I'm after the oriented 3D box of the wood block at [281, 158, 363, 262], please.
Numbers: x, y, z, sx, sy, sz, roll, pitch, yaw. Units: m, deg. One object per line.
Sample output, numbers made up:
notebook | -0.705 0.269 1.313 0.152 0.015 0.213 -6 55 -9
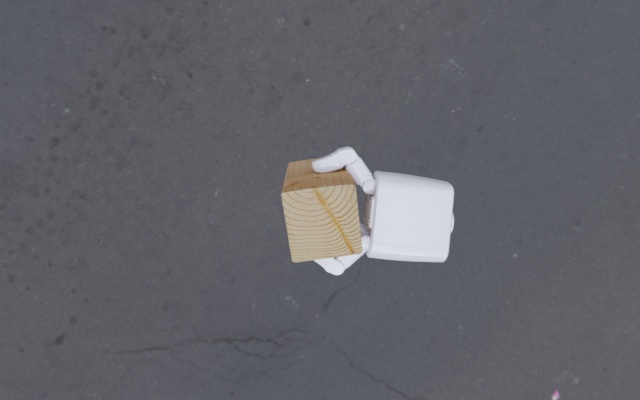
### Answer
wood block | 0.000 0.002 0.668 0.090 0.091 0.206 -7 14 0
